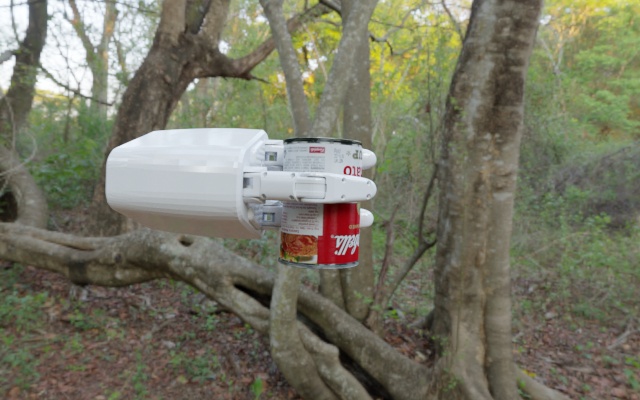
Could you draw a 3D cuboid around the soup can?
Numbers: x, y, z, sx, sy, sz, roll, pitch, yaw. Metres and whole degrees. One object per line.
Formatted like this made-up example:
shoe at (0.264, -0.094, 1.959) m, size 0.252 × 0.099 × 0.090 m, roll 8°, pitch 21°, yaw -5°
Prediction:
soup can at (0.001, 0.001, 0.401) m, size 0.068 × 0.102 × 0.068 m, roll 2°, pitch 2°, yaw 0°
